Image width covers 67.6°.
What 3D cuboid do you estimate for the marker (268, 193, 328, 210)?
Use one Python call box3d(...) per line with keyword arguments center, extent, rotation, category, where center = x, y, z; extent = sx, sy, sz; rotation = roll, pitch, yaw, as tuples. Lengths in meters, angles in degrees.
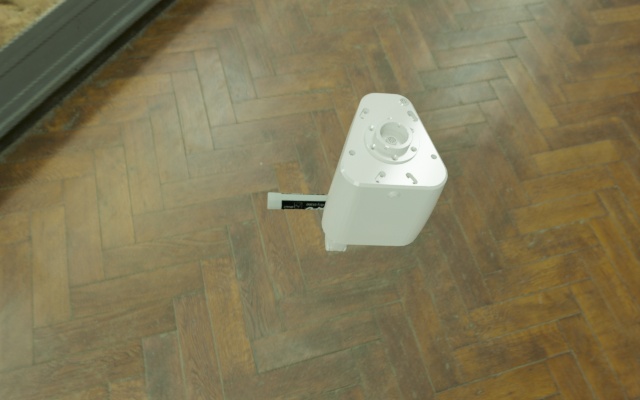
box3d(center=(0.000, 0.002, 0.549), extent=(0.121, 0.020, 0.020), rotation=(2, 0, -6), category="marker")
